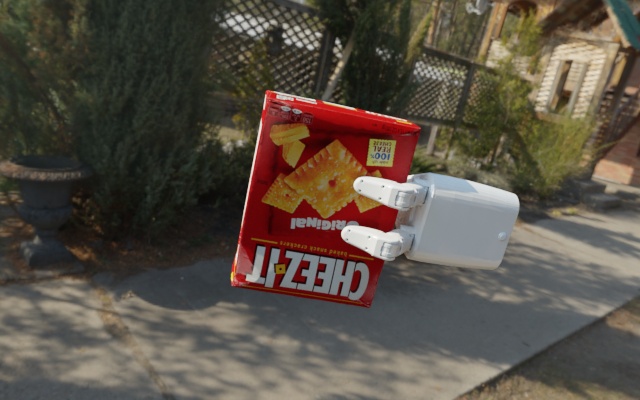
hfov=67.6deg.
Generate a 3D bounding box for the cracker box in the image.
[{"bbox_3d":[0.000,0.002,0.530,0.164,0.214,0.072,11,16,-8],"label":"cracker box"}]
